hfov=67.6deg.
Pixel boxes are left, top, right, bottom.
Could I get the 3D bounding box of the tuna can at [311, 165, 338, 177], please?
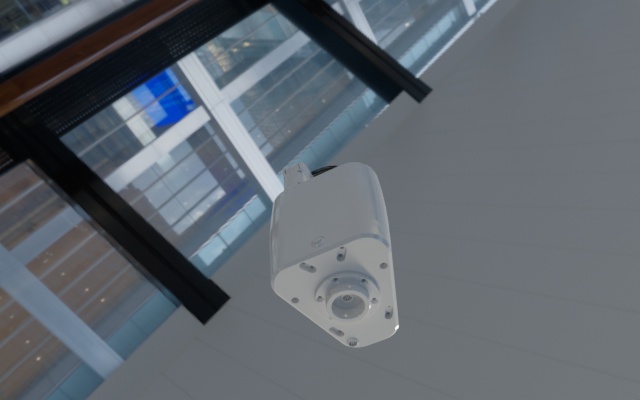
[{"bbox_3d":[0.000,0.002,0.529,0.086,0.034,0.086,-24,32,16],"label":"tuna can"}]
